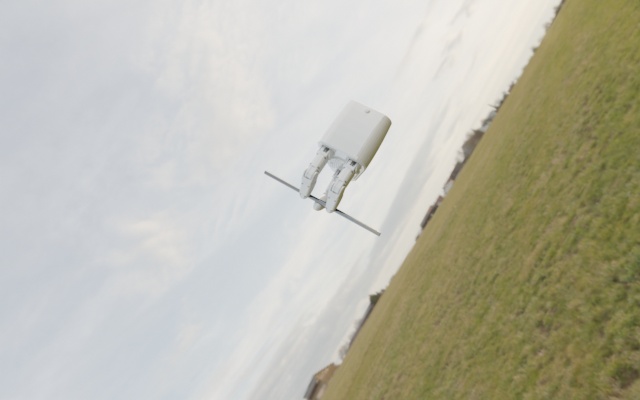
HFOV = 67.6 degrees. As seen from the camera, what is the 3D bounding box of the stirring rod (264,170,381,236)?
[{"bbox_3d":[0.000,0.003,0.848,0.239,0.011,0.011,29,8,15],"label":"stirring rod"}]
